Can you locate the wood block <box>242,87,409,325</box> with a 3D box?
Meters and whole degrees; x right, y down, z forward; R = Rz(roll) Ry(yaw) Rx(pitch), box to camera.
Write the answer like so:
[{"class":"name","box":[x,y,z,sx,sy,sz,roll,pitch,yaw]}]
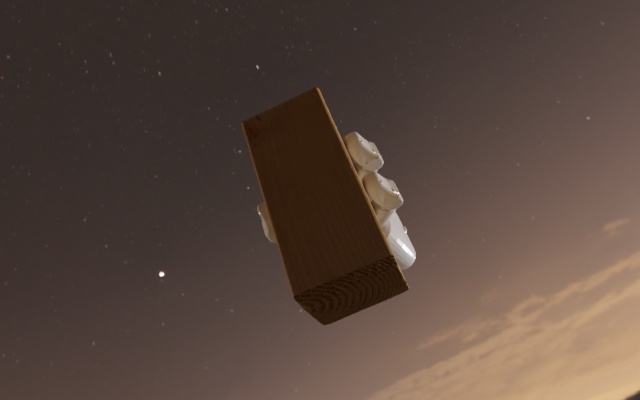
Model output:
[{"class":"wood block","box":[0.000,0.002,0.471,0.091,0.206,0.090,-25,-34,5]}]
